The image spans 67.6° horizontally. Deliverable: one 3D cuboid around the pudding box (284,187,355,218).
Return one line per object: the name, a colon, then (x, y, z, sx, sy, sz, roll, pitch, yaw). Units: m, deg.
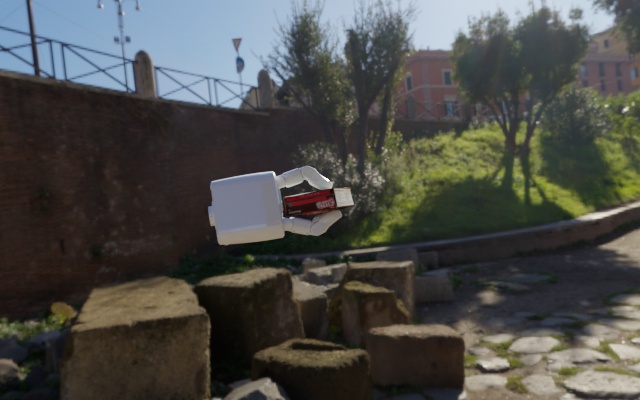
pudding box: (0.000, 0.003, 0.816, 0.090, 0.039, 0.113, -9, 0, 19)
